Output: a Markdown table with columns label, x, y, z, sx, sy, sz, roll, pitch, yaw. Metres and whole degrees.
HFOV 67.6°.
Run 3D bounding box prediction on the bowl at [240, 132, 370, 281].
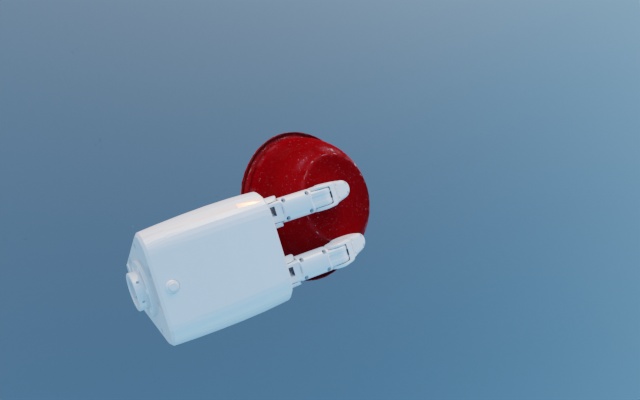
| label | x | y | z | sx | sy | sz | roll | pitch | yaw |
| --- | --- | --- | --- | --- | --- | --- | --- | --- | --- |
| bowl | 0.001 | 0.001 | 0.497 | 0.162 | 0.162 | 0.055 | 0 | -8 | -41 |
